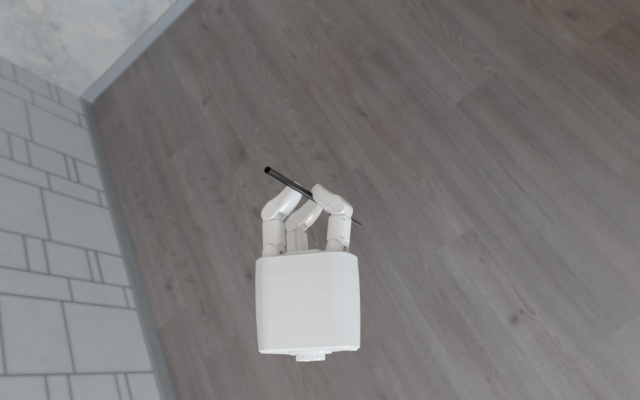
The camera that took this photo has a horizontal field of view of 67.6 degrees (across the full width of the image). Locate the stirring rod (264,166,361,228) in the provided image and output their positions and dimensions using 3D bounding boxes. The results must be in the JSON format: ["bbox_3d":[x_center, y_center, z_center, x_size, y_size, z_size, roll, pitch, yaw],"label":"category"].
[{"bbox_3d":[0.000,0.002,0.609,0.011,0.011,0.239,0,-17,30],"label":"stirring rod"}]
